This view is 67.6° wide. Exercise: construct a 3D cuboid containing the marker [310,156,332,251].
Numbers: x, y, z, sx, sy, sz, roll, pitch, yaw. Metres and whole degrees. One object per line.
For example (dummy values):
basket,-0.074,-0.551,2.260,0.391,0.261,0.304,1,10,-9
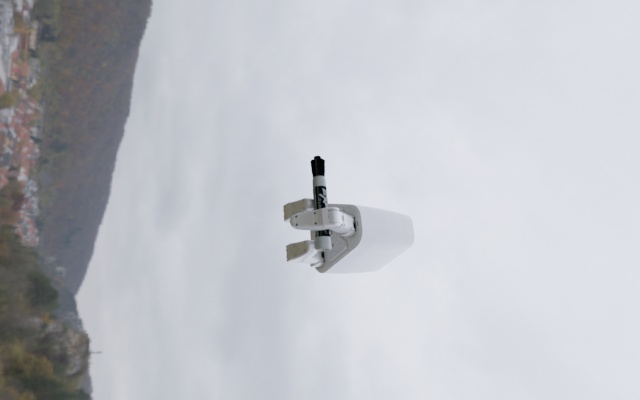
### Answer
marker,0.000,0.002,0.595,0.020,0.121,0.020,-4,-15,-1
